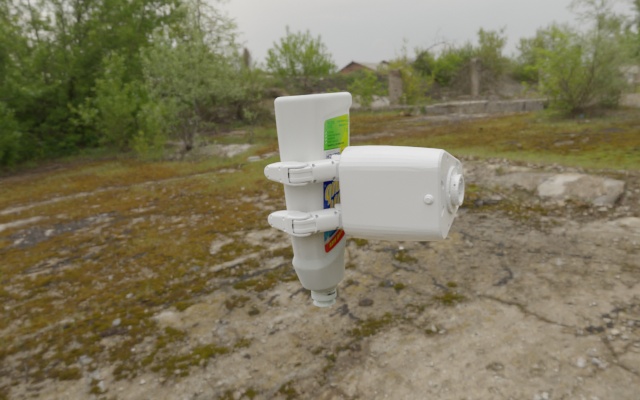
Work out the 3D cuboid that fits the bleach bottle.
[{"bbox_3d":[0.000,0.002,0.570,0.068,0.251,0.102,3,15,28],"label":"bleach bottle"}]
